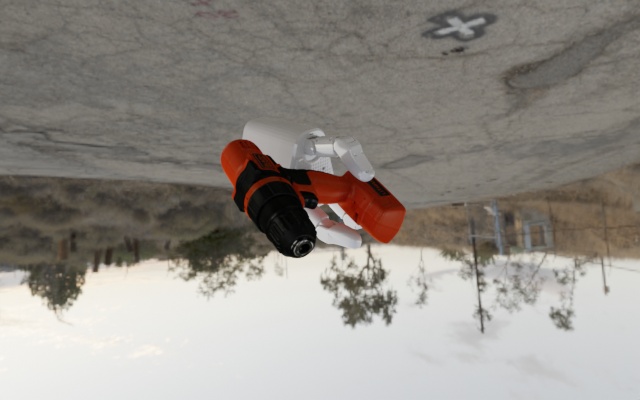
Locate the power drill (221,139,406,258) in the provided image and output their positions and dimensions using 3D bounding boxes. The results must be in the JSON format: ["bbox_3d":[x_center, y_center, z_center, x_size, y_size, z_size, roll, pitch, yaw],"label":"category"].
[{"bbox_3d":[0.000,0.002,0.513,0.188,0.057,0.184,11,27,-36],"label":"power drill"}]
